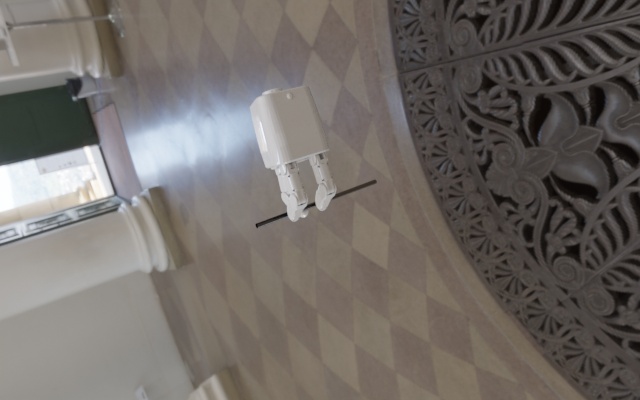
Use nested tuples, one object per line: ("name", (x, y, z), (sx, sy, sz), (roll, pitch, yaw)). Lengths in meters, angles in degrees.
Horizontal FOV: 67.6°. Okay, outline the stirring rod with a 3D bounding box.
("stirring rod", (0.000, 0.002, 0.789), (0.239, 0.011, 0.011), (-20, 11, -30))
